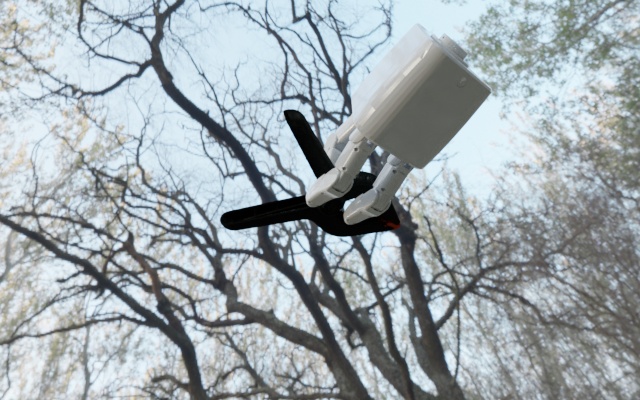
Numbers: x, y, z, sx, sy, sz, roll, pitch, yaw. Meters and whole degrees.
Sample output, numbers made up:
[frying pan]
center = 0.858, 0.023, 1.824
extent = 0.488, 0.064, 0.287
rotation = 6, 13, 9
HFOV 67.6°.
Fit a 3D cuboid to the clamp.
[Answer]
[clamp]
center = 0.000, 0.001, 0.553
extent = 0.210, 0.036, 0.165
rotation = 25, -58, -32
